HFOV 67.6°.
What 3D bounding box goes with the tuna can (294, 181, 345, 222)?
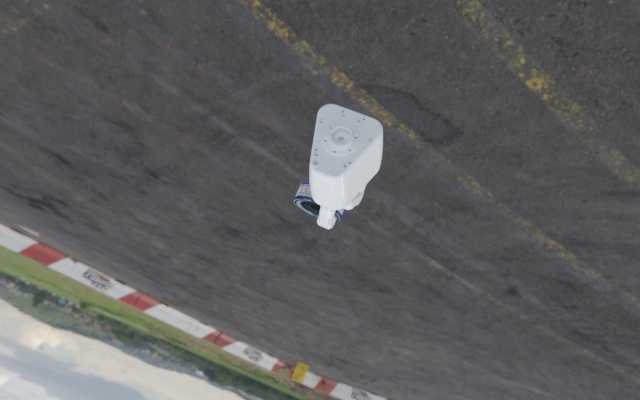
[{"bbox_3d":[0.000,0.003,0.790,0.086,0.033,0.086,21,-17,7],"label":"tuna can"}]
